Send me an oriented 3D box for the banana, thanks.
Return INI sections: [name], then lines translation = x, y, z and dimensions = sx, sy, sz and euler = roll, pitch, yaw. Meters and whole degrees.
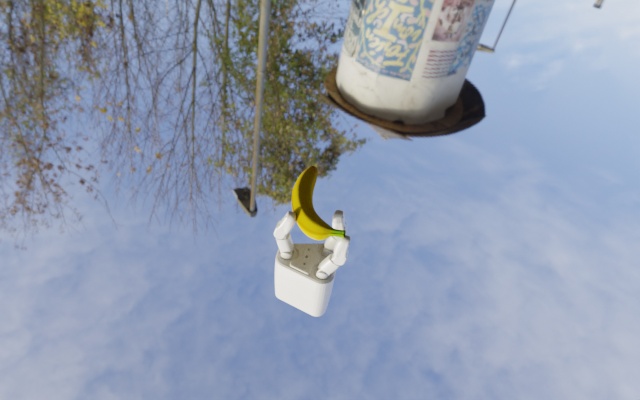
[banana]
translation = -0.017, 0.007, 0.834
dimensions = 0.069, 0.037, 0.197
euler = -8, 42, -13
